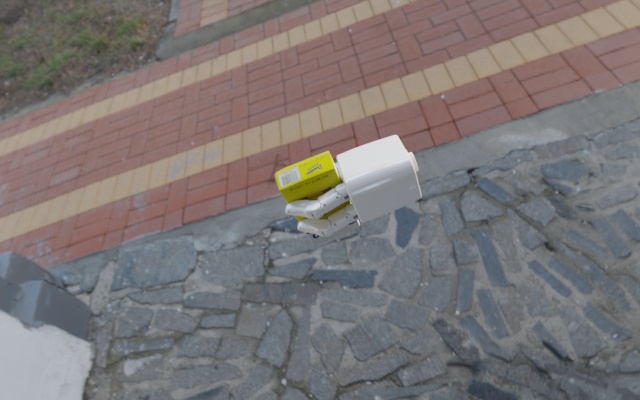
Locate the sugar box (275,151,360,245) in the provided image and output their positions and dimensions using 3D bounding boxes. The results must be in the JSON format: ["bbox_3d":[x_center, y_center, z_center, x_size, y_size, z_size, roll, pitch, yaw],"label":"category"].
[{"bbox_3d":[0.000,0.003,0.788,0.093,0.048,0.176,-21,-40,6],"label":"sugar box"}]
